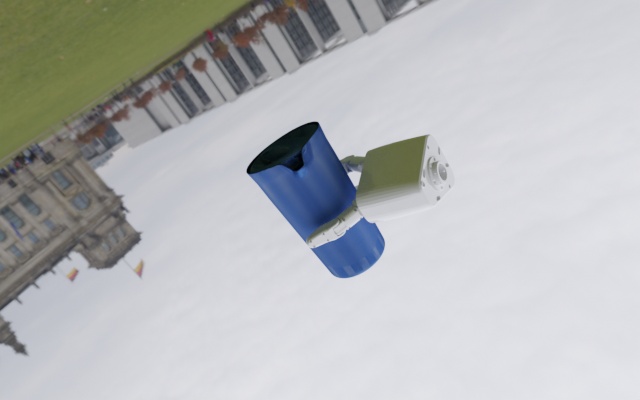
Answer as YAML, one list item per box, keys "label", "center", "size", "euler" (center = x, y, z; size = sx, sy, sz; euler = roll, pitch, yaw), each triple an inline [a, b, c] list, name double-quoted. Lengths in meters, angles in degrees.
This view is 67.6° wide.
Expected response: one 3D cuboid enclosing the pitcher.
- label: "pitcher"
  center: [0.000, 0.003, 0.774]
  size: [0.145, 0.243, 0.149]
  euler: [-16, 28, 38]
